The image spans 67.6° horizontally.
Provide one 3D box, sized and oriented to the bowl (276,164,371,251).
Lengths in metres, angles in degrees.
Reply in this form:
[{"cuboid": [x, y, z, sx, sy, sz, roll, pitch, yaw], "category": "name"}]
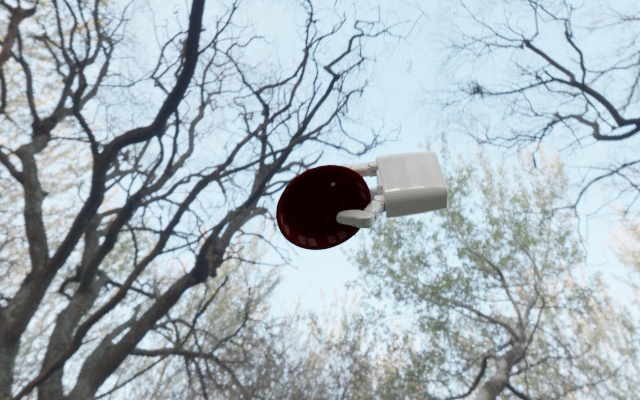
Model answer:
[{"cuboid": [-0.001, 0.002, 0.794, 0.162, 0.162, 0.055, 0, 30, -18], "category": "bowl"}]
